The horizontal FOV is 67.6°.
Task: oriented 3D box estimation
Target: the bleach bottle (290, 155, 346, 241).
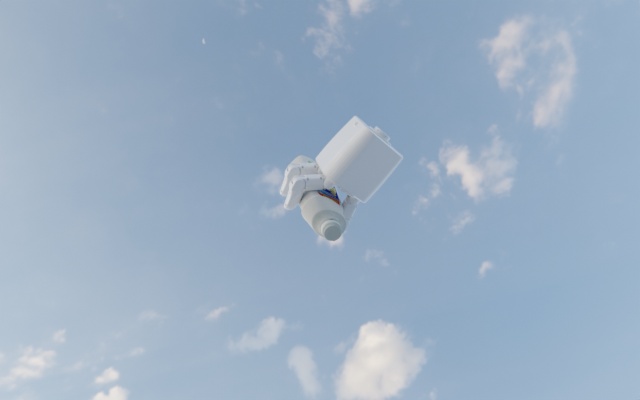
[{"bbox_3d":[0.000,0.003,0.850,0.102,0.068,0.250,36,13,-25],"label":"bleach bottle"}]
